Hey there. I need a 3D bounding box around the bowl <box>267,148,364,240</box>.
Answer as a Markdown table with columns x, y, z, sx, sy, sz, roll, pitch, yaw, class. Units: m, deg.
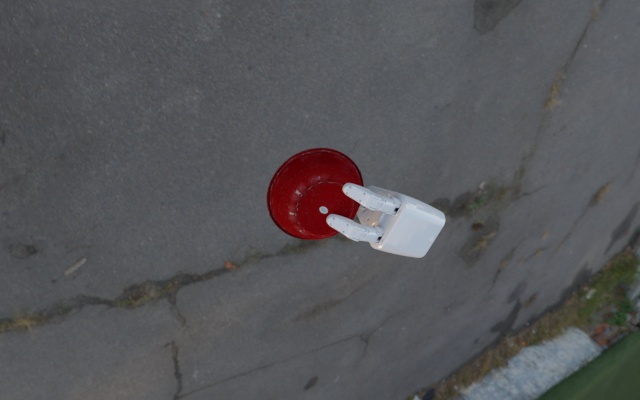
| x | y | z | sx | sy | sz | roll | pitch | yaw | class |
| --- | --- | --- | --- | --- | --- | --- | --- | --- | --- |
| -0.001 | 0.002 | 0.743 | 0.162 | 0.162 | 0.055 | 0 | 25 | -17 | bowl |
